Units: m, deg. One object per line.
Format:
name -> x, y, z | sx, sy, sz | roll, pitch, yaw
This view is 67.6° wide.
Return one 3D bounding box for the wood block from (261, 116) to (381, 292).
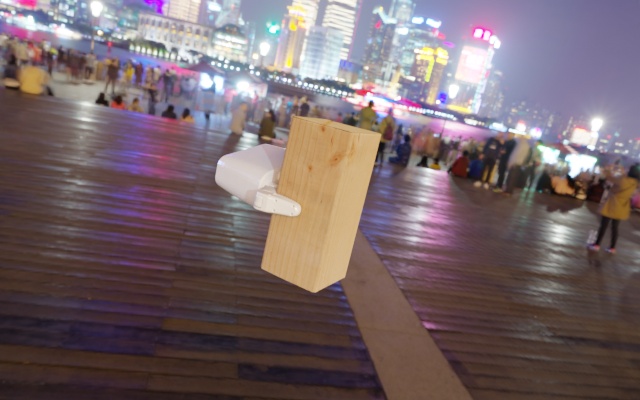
wood block -> 0.000, 0.002, 0.630 | 0.090, 0.206, 0.091 | 20, 15, 27
